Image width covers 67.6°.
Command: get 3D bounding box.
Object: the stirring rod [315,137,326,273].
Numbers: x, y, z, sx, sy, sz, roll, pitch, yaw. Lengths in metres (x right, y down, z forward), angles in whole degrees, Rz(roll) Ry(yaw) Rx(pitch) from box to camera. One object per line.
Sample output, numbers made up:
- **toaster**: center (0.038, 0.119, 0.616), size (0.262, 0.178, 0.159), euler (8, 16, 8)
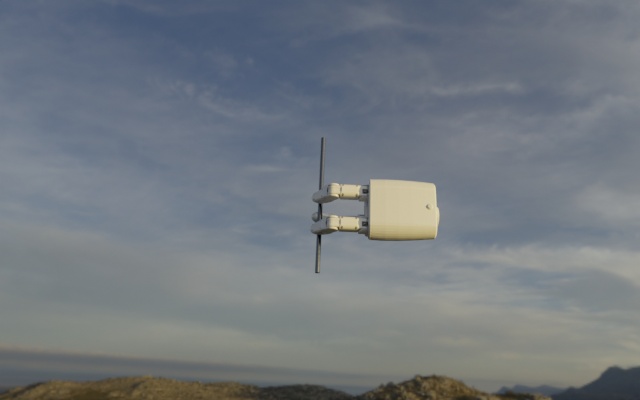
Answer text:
- **stirring rod**: center (0.000, 0.003, 0.802), size (0.011, 0.239, 0.011), euler (2, -20, 1)
